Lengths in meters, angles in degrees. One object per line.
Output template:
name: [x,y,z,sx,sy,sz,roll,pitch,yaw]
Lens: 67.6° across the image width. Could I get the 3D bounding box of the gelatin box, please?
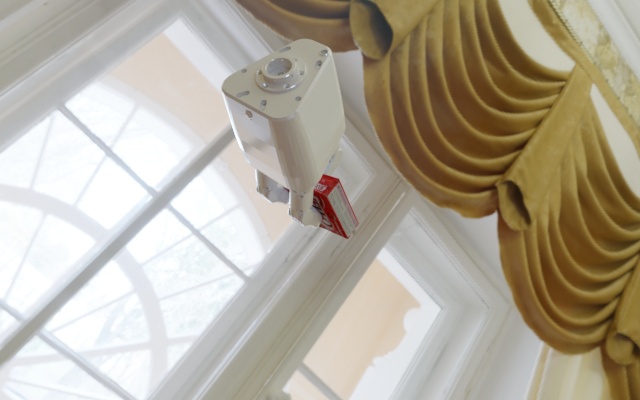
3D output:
gelatin box: [0.000,0.002,0.589,0.073,0.030,0.089,21,-28,37]
